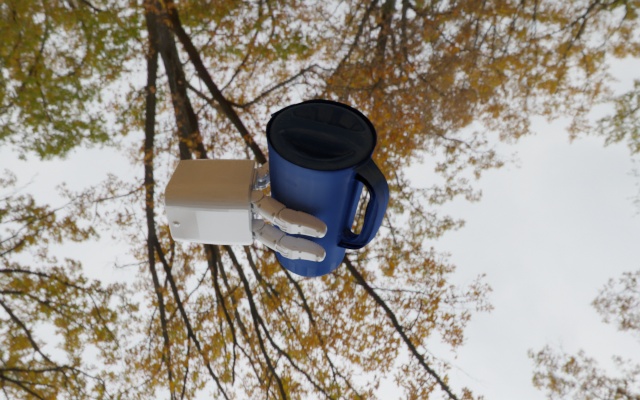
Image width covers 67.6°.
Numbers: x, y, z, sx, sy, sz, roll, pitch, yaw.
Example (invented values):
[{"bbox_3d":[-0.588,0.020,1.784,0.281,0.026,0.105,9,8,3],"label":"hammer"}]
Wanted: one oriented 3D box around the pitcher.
[{"bbox_3d":[0.000,0.002,0.644,0.145,0.149,0.243,1,-43,-4],"label":"pitcher"}]
